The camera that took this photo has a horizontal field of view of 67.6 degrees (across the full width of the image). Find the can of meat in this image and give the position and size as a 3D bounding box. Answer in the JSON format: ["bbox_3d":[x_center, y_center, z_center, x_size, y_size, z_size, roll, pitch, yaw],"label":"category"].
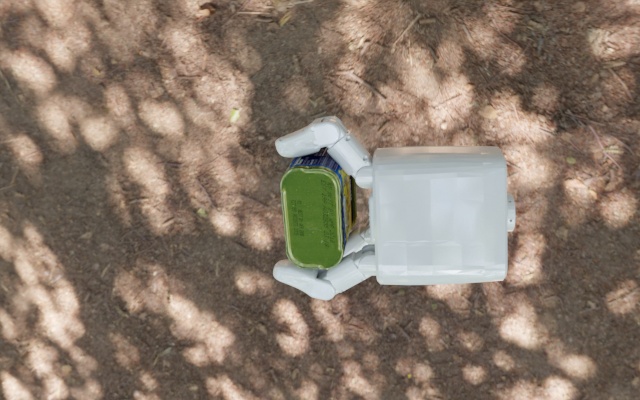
[{"bbox_3d":[0.000,0.001,0.441,0.057,0.102,0.084,0,23,10],"label":"can of meat"}]
